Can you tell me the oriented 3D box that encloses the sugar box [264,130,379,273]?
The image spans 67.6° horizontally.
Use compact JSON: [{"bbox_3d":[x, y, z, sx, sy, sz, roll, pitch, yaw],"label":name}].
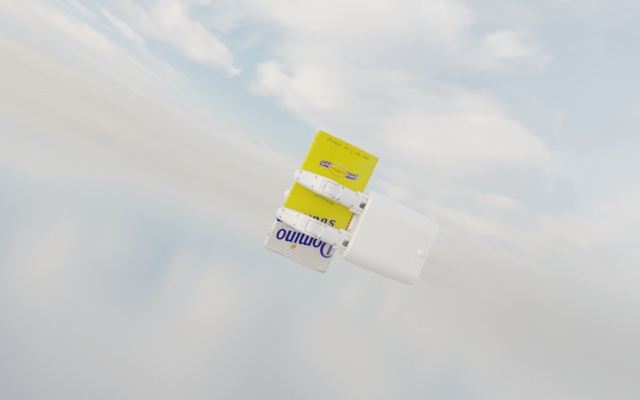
[{"bbox_3d":[0.000,0.002,0.657,0.093,0.176,0.048,24,-2,-7],"label":"sugar box"}]
